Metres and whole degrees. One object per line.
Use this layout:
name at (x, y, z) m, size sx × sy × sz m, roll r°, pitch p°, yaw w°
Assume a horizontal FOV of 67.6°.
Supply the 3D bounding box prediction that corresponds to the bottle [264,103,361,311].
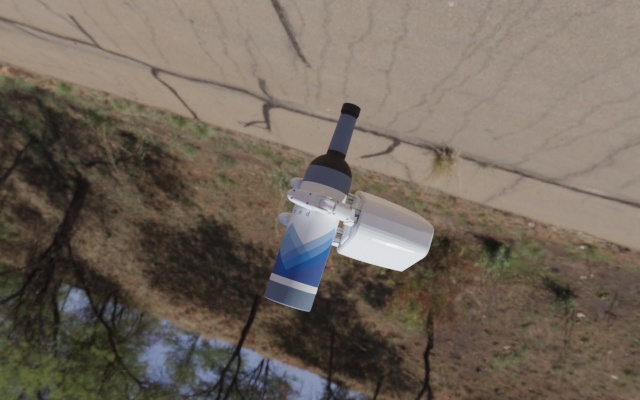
bottle at (0.000, 0.002, 0.670) m, size 0.069 × 0.295 × 0.069 m, roll 18°, pitch -8°, yaw 3°
